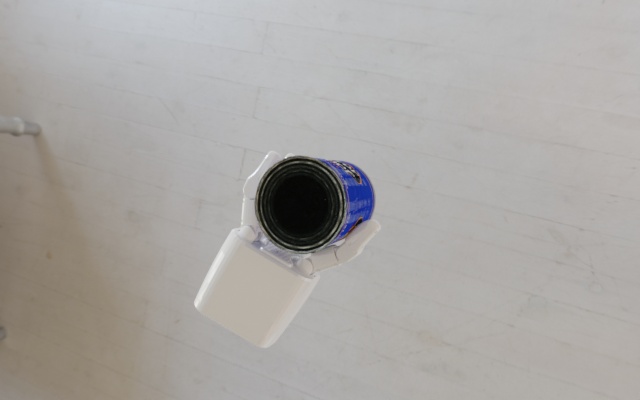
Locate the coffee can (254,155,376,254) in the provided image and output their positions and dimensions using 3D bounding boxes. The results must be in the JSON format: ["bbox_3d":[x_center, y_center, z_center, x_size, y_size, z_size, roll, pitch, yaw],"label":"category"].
[{"bbox_3d":[0.000,0.002,0.555,0.103,0.103,0.140,0,2,18],"label":"coffee can"}]
